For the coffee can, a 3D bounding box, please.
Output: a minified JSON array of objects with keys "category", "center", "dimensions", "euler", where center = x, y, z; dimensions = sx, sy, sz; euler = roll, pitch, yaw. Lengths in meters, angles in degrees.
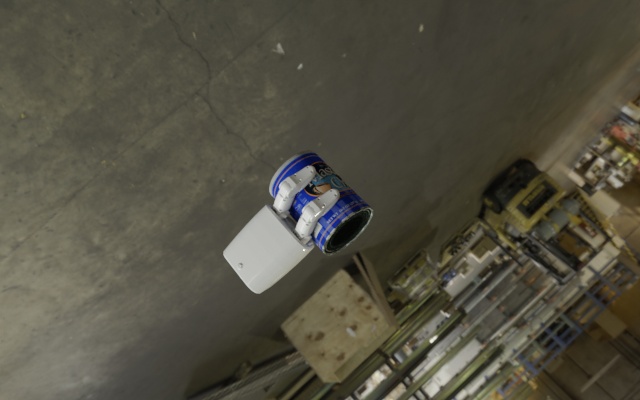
[{"category":"coffee can","center":[0.000,0.002,0.766],"dimensions":[0.140,0.103,0.103],"euler":[46,22,23]}]
